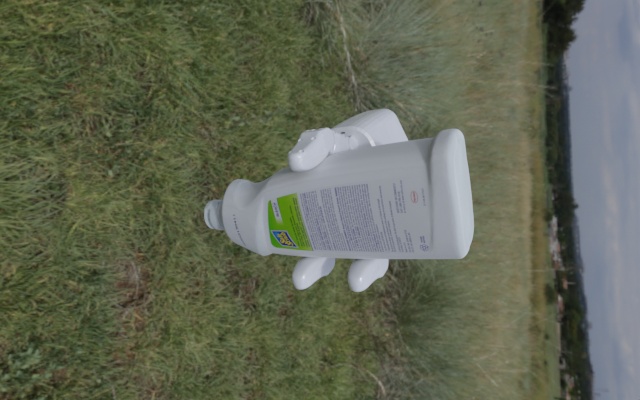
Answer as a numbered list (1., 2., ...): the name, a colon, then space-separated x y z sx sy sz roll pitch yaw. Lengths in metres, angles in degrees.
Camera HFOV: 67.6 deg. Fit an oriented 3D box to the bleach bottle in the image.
1. bleach bottle: 0.000 0.002 0.426 0.251 0.102 0.068 -3 21 27
